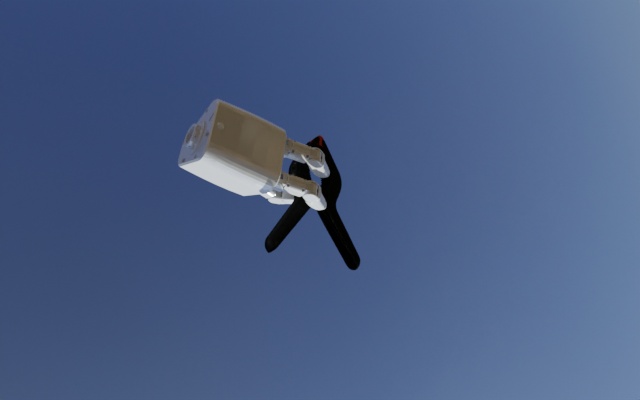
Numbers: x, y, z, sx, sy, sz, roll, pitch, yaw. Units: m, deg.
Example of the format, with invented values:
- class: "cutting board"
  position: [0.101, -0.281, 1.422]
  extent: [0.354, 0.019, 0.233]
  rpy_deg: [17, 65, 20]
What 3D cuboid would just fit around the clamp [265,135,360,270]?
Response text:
- class: "clamp"
  position: [-0.001, 0.002, 0.727]
  extent: [0.164, 0.210, 0.036]
  rpy_deg: [24, -32, -32]
